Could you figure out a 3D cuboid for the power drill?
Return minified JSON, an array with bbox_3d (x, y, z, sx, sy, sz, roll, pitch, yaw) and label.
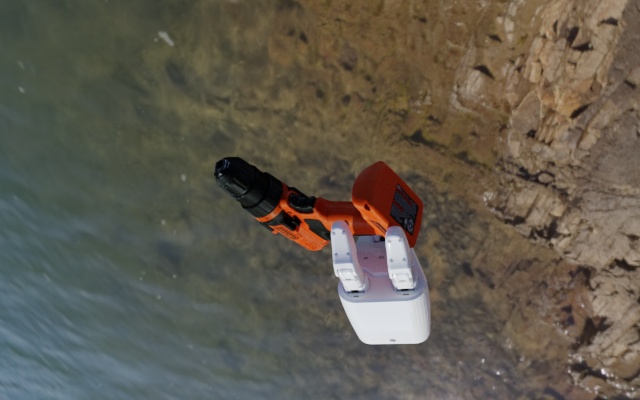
[{"bbox_3d":[0.001,0.002,0.516,0.187,0.057,0.184,-2,-27,41],"label":"power drill"}]
